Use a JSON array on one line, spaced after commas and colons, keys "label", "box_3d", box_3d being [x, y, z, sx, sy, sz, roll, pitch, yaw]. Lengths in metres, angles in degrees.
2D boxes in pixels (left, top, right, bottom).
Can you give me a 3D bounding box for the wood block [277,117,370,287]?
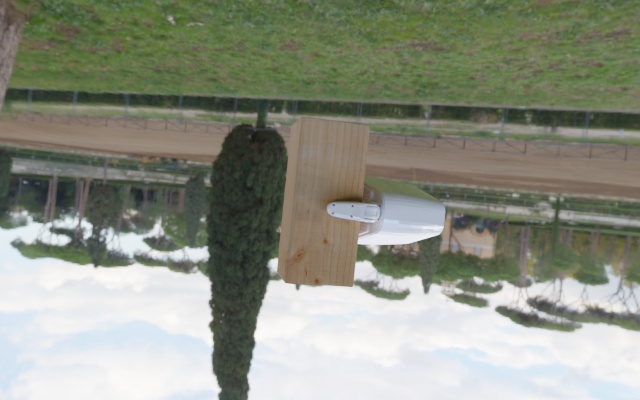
[{"label": "wood block", "box_3d": [0.001, 0.002, 0.633, 0.090, 0.206, 0.091, 5, 0, -13]}]
